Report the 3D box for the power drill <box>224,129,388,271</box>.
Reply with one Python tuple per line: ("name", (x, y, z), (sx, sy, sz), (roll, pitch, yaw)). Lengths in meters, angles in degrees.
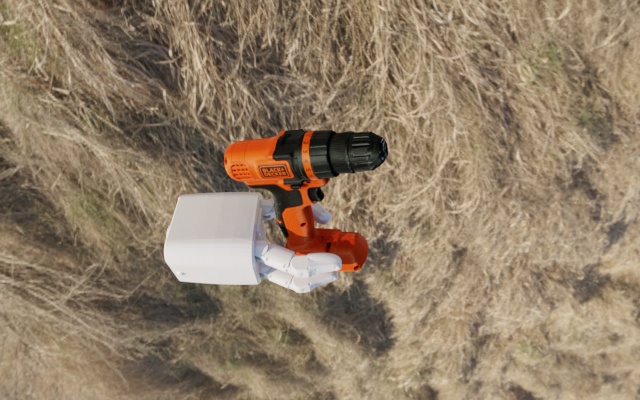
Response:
("power drill", (0.000, 0.002, 0.554), (0.184, 0.188, 0.057), (-1, 40, 23))
